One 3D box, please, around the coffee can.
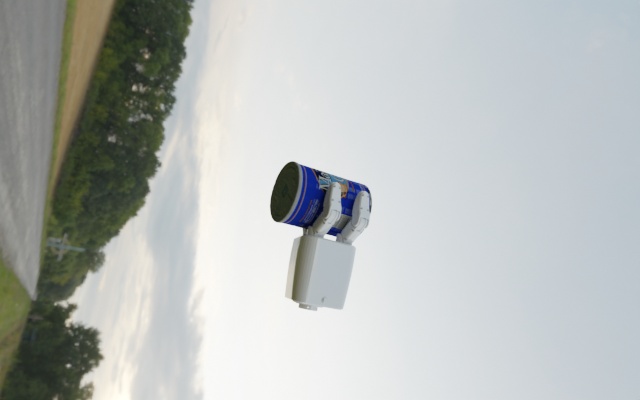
[{"bbox_3d":[0.000,0.002,0.801,0.140,0.103,0.103,16,-8,-27],"label":"coffee can"}]
